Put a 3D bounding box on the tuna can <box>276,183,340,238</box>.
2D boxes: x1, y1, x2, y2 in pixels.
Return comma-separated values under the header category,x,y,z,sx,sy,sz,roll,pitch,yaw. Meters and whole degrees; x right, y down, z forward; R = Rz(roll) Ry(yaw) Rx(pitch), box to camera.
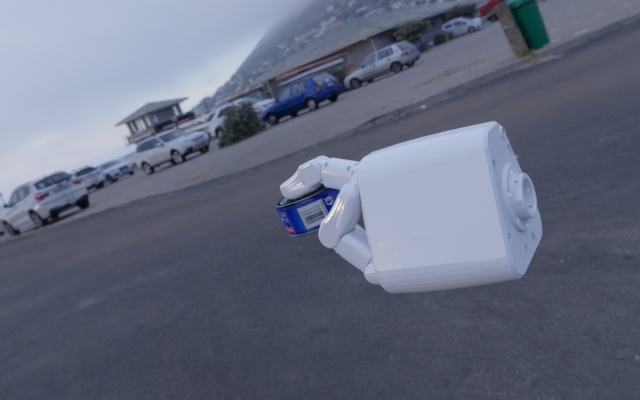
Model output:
category,x,y,z,sx,sy,sz,roll,pitch,yaw
tuna can,0.000,0.001,0.472,0.086,0.034,0.086,-25,10,5
